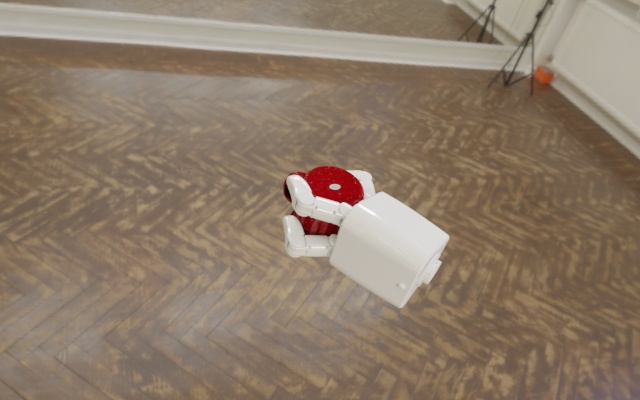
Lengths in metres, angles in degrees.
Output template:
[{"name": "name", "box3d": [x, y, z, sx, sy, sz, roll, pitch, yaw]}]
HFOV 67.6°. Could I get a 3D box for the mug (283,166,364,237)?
[{"name": "mug", "box3d": [-0.001, 0.001, 0.638, 0.117, 0.082, 0.093, 34, 44, 19]}]
